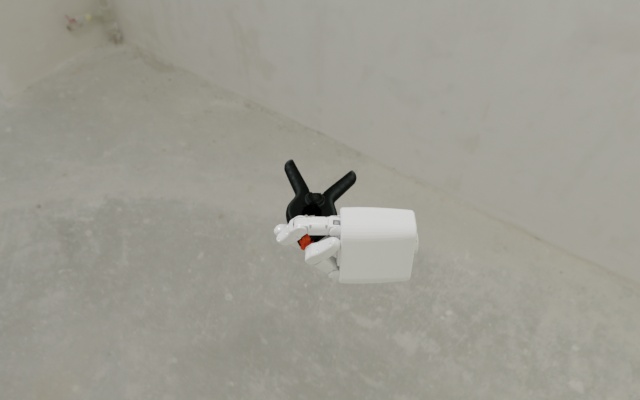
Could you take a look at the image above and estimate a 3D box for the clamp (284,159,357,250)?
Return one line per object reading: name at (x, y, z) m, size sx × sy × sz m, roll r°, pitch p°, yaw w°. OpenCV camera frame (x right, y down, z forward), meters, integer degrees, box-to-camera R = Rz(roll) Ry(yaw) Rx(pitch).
clamp at (0.000, 0.002, 0.750) m, size 0.120 × 0.171 × 0.039 m, roll 0°, pitch -39°, yaw 0°
